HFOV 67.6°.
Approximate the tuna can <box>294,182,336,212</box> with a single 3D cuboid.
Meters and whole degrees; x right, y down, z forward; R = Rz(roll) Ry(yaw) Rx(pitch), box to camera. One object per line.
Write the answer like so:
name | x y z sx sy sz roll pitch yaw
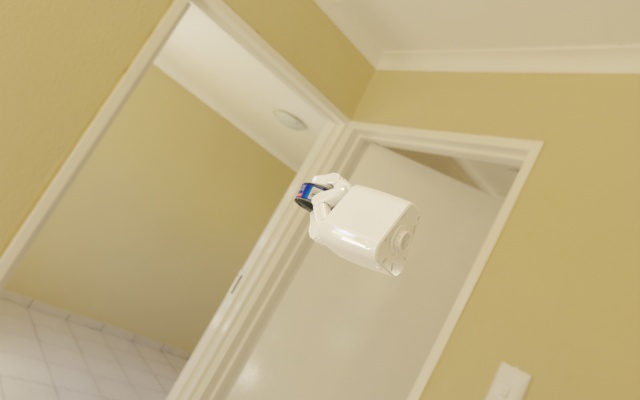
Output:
tuna can | 0.000 0.002 0.824 0.086 0.033 0.086 24 -12 6
